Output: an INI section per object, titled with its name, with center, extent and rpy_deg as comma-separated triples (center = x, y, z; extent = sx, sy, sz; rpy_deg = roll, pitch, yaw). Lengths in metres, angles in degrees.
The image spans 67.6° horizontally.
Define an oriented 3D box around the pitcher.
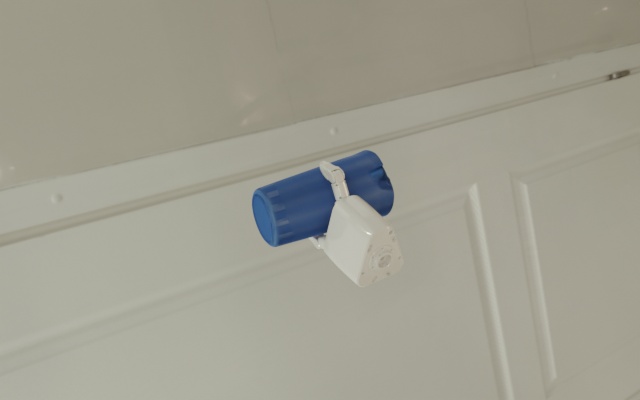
[pitcher]
center = 0.000, 0.003, 0.887
extent = 0.243, 0.149, 0.145
rpy_deg = -18, 35, -23
